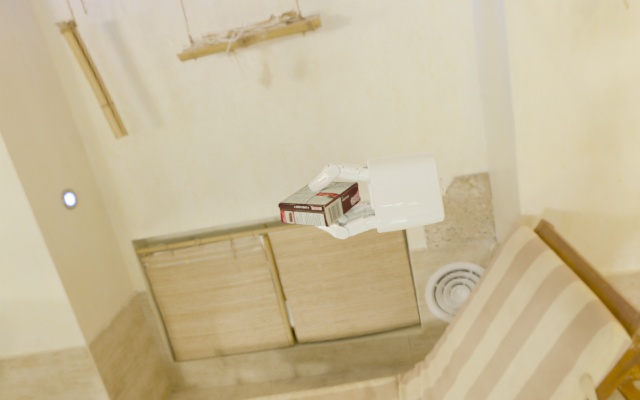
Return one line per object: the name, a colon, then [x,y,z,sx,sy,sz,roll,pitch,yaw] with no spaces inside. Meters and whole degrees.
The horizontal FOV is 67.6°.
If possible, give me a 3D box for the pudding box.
pudding box: [0.000,0.002,0.771,0.090,0.039,0.113,2,21,32]
